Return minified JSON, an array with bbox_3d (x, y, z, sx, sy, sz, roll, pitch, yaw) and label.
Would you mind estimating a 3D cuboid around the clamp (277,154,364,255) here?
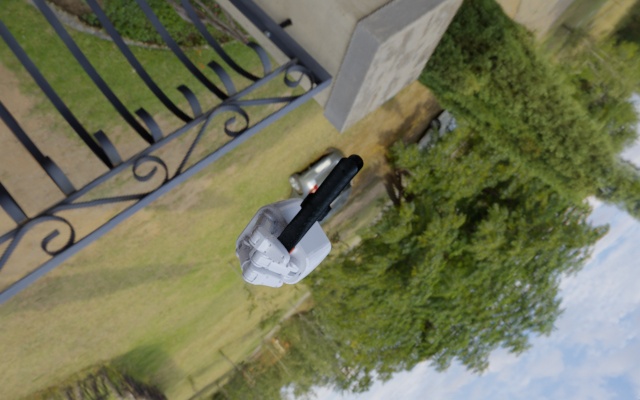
[{"bbox_3d":[0.000,0.003,0.640,0.171,0.039,0.120,-48,-8,21],"label":"clamp"}]
